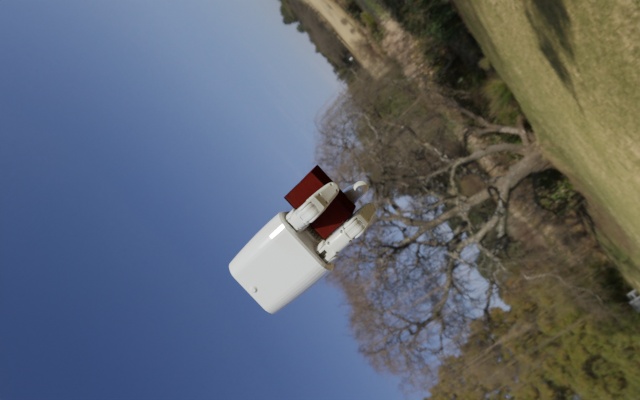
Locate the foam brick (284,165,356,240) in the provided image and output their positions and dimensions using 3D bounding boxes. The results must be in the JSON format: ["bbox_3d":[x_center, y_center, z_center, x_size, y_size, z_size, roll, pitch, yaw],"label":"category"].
[{"bbox_3d":[0.000,0.002,0.618,0.051,0.078,0.053,-42,3,16],"label":"foam brick"}]
